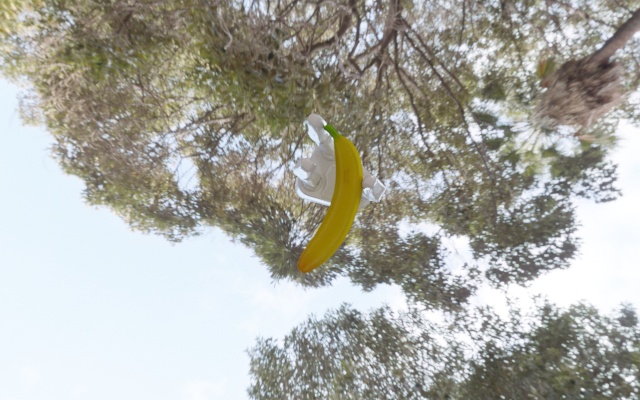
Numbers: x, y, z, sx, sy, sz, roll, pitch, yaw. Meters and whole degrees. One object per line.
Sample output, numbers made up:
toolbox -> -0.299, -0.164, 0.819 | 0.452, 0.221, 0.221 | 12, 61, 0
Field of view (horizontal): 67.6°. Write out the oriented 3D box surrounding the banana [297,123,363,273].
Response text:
banana -> 0.019, 0.002, 0.633 | 0.069, 0.198, 0.037 | 11, -4, -10
